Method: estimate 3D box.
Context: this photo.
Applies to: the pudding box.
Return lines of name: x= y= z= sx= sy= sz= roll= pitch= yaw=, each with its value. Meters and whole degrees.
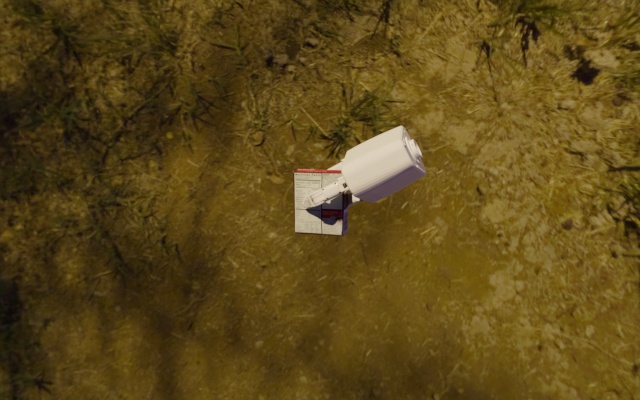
pudding box: x=0.000 y=0.003 z=0.821 sx=0.090 sy=0.113 sz=0.039 roll=3 pitch=9 yaw=15
